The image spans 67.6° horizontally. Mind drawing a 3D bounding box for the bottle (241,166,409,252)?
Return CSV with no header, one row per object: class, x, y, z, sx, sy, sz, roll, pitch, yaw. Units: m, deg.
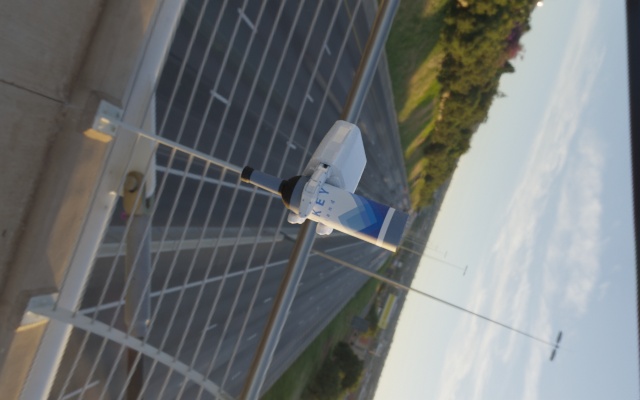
bottle,0.000,0.003,0.814,0.295,0.069,0.069,21,4,12
